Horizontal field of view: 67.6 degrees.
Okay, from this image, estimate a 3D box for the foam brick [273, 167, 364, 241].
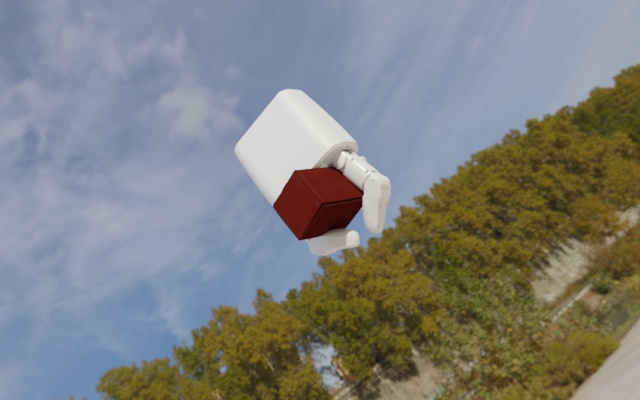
[{"bbox_3d":[0.000,0.002,0.500,0.078,0.053,0.051,-8,51,-50],"label":"foam brick"}]
